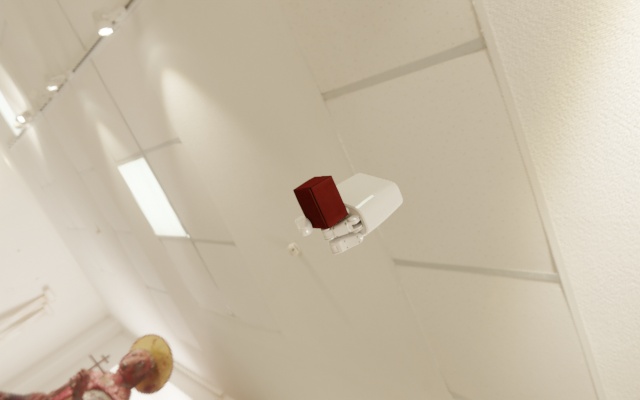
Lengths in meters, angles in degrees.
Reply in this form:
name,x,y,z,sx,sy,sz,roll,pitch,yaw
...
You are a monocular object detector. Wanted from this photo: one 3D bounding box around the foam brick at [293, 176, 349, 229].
name,x,y,z,sx,sy,sz,roll,pitch,yaw
foam brick,0.000,0.002,0.805,0.051,0.078,0.053,-34,19,-31
